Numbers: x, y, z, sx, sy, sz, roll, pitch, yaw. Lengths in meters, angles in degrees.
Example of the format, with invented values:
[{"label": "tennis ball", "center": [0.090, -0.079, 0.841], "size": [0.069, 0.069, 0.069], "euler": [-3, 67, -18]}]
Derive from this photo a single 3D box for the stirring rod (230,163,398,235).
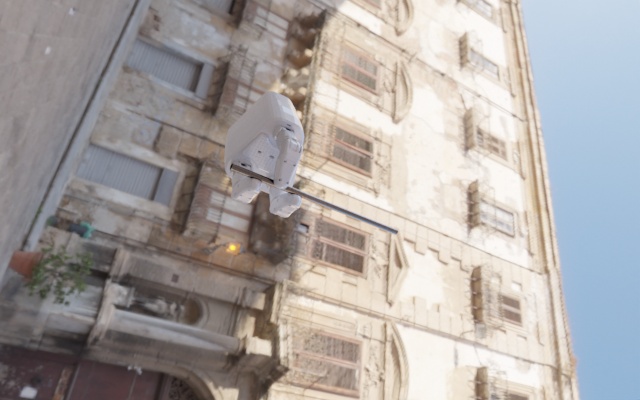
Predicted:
[{"label": "stirring rod", "center": [0.000, 0.002, 0.595], "size": [0.239, 0.011, 0.011], "euler": [22, -9, -24]}]
